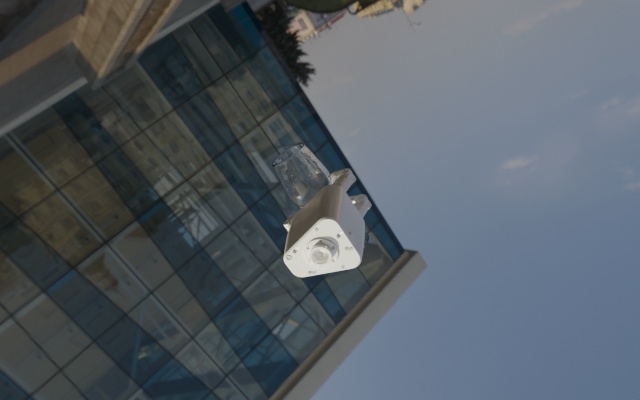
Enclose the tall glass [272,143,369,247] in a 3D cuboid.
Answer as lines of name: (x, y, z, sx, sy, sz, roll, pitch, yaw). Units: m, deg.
tall glass: (0.000, 0.003, 0.799, 0.079, 0.201, 0.079, -30, 20, 12)
